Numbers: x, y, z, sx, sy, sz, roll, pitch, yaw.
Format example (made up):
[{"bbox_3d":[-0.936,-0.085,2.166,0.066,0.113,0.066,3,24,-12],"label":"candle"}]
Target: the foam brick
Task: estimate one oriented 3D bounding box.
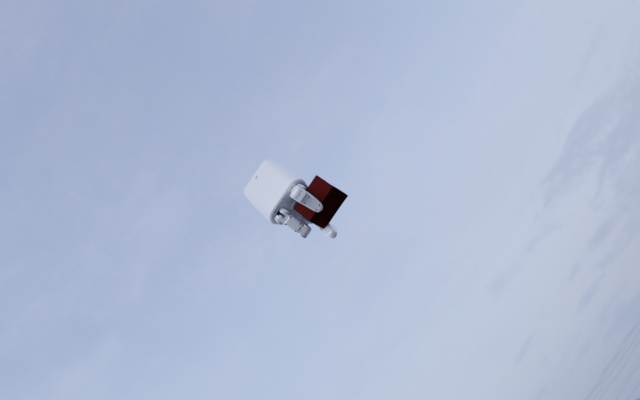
[{"bbox_3d":[0.000,0.003,0.873,0.051,0.078,0.053,38,4,41],"label":"foam brick"}]
